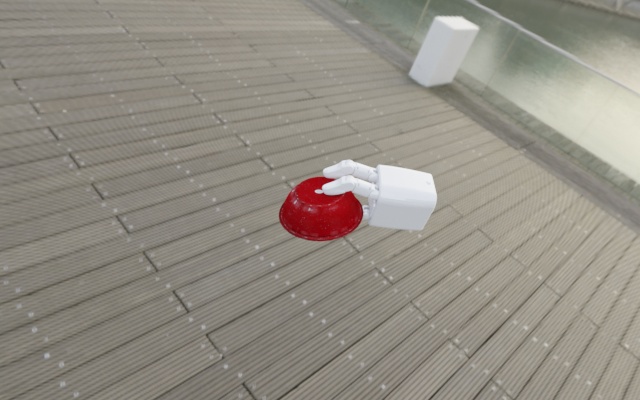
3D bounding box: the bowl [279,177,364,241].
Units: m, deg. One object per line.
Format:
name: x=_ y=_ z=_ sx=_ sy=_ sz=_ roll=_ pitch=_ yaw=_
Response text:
bowl: x=-0.001 y=0.003 z=0.892 sx=0.162 sy=0.055 sz=0.162 roll=-2 pitch=38 yaw=2
